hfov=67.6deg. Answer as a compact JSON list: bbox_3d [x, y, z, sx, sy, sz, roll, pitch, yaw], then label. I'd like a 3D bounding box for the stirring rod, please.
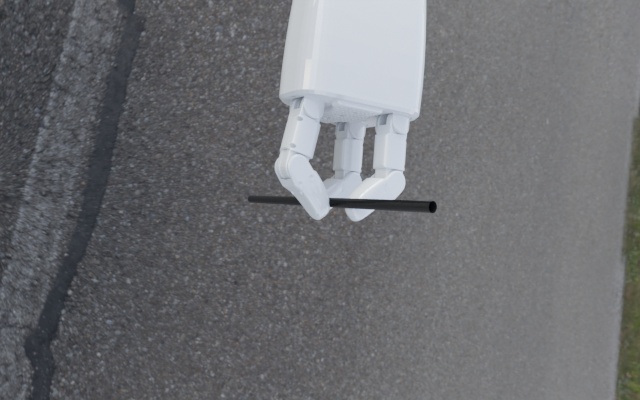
[{"bbox_3d":[0.000,0.001,0.405,0.011,0.011,0.239,0,1,-37],"label":"stirring rod"}]
